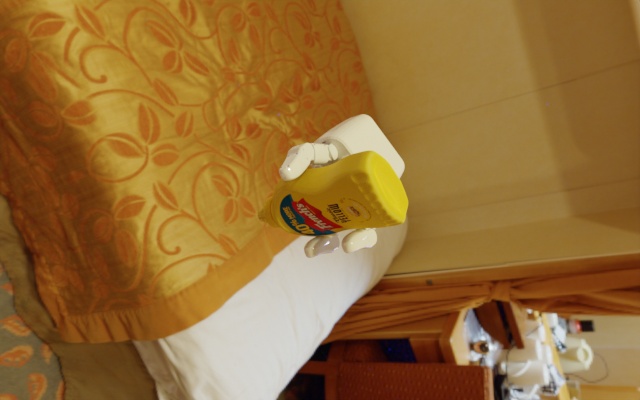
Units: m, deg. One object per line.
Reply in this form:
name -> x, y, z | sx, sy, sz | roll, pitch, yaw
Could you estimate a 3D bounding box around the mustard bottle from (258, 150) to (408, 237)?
mustard bottle -> 0.000, 0.002, 0.574 | 0.191, 0.058, 0.096 | -12, -45, 34
